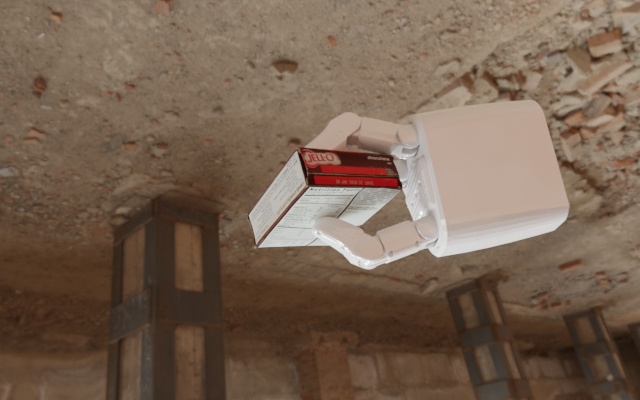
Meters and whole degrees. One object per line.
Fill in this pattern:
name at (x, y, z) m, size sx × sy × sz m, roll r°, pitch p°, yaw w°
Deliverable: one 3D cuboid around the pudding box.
pudding box at (0.000, 0.001, 0.403) m, size 0.090 × 0.039 × 0.113 m, roll 2°, pitch -32°, yaw -31°
